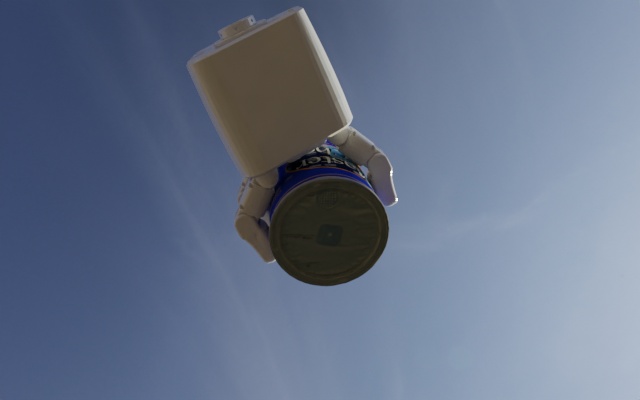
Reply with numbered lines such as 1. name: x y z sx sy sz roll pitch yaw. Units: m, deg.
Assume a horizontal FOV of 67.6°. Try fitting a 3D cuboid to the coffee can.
1. coffee can: 0.000 0.002 0.464 0.103 0.103 0.140 0 24 -7
